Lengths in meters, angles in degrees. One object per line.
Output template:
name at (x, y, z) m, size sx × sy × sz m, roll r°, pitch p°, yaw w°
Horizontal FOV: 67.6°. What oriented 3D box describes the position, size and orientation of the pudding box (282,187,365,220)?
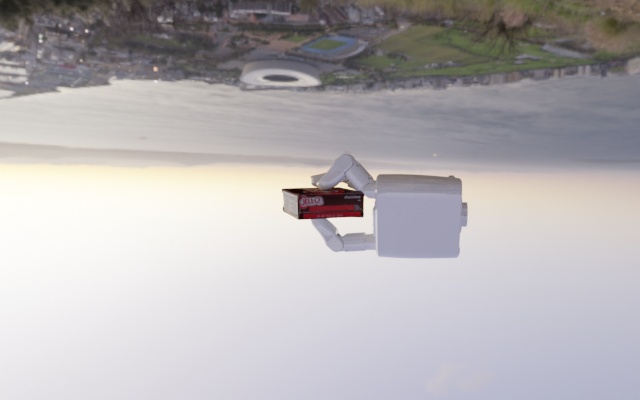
pudding box at (0.000, 0.002, 0.656) m, size 0.090 × 0.039 × 0.113 m, roll -1°, pitch 3°, yaw -15°
